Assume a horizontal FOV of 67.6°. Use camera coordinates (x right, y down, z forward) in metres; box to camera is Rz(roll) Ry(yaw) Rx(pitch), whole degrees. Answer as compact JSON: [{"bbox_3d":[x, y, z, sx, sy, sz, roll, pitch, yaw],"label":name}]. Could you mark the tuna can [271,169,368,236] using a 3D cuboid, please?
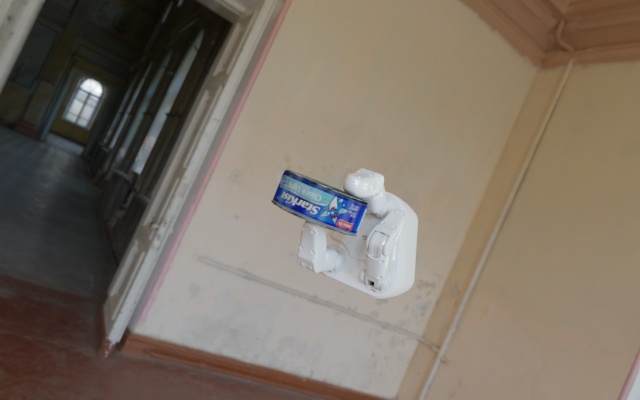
[{"bbox_3d":[0.000,0.001,0.444,0.086,0.034,0.086,22,3,-1],"label":"tuna can"}]
